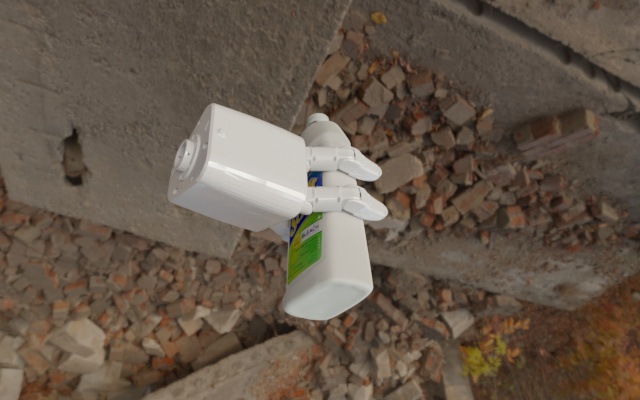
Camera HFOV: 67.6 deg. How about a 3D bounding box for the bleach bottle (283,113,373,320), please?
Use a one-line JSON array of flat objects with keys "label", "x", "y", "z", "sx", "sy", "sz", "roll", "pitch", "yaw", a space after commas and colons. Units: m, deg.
[{"label": "bleach bottle", "x": 0.000, "y": 0.002, "z": 0.558, "sx": 0.068, "sy": 0.250, "sz": 0.103, "roll": 20, "pitch": -42, "yaw": -30}]
